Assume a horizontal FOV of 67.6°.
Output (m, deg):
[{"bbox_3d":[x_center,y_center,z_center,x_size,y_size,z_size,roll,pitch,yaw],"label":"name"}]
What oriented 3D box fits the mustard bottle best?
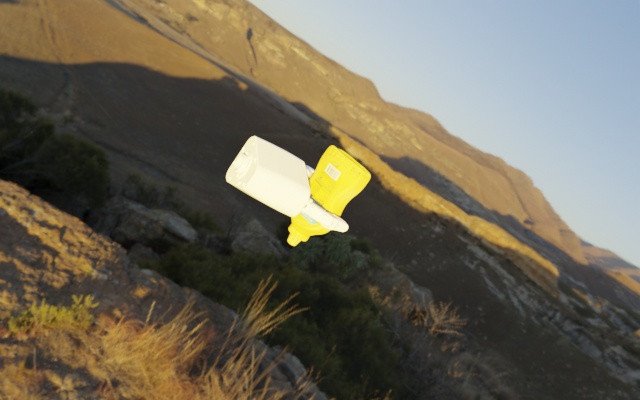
[{"bbox_3d":[0.001,0.003,0.860,0.096,0.192,0.058,44,14,32],"label":"mustard bottle"}]
